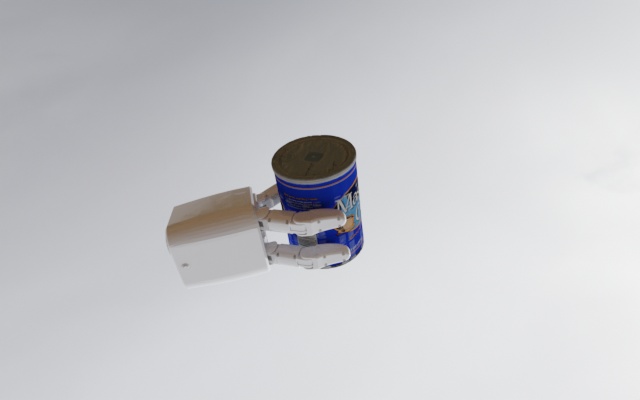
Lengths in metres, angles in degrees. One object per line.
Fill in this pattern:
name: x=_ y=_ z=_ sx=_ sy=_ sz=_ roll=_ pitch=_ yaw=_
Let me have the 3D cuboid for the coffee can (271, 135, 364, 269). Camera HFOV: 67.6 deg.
coffee can: x=0.000 y=0.002 z=0.610 sx=0.103 sy=0.140 sz=0.102 roll=-6 pitch=36 yaw=4
